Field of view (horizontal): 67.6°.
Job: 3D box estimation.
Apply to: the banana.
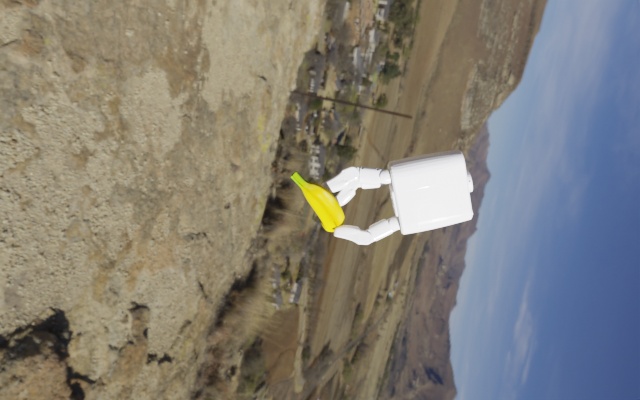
[{"bbox_3d":[0.010,0.015,0.743,0.037,0.069,0.198,-36,-26,-3],"label":"banana"}]
